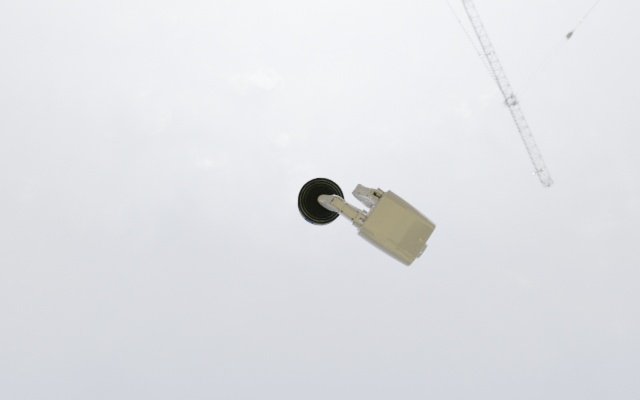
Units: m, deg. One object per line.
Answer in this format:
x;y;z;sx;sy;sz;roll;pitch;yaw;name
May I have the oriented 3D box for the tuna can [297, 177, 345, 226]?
0.000;0.003;0.873;0.086;0.086;0.034;0;-11;-5;tuna can
